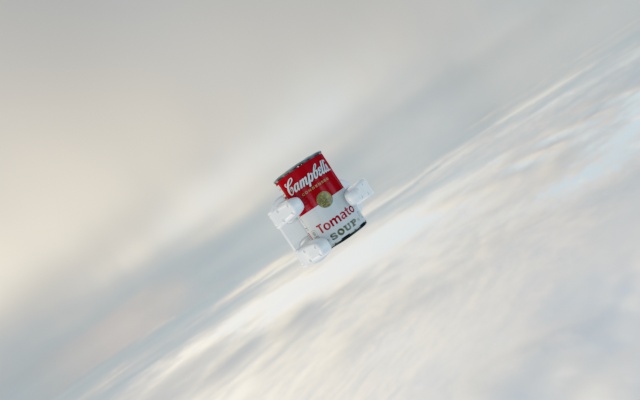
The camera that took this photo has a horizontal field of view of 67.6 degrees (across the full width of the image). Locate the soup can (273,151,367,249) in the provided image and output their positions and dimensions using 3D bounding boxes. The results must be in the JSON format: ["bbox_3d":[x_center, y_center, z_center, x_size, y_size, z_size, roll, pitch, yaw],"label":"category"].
[{"bbox_3d":[0.000,0.002,0.565,0.068,0.102,0.068,-34,1,0],"label":"soup can"}]
